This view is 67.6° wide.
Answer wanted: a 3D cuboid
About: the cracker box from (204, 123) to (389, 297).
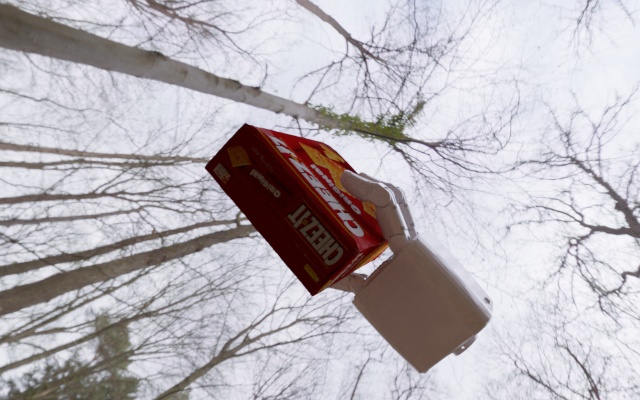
[{"bbox_3d":[0.000,0.002,0.527,0.072,0.164,0.213,-46,-14,16],"label":"cracker box"}]
